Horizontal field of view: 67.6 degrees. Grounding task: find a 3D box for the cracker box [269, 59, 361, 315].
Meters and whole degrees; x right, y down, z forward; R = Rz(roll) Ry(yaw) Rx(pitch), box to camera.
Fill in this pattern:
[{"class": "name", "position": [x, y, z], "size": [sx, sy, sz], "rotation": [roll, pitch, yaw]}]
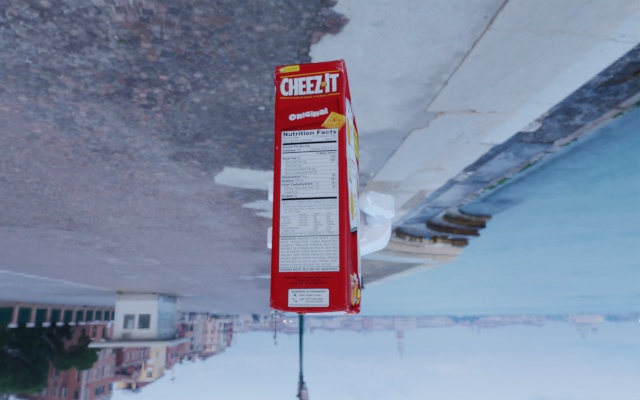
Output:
[{"class": "cracker box", "position": [0.000, 0.002, 0.464], "size": [0.072, 0.213, 0.164], "rotation": [-2, -14, 8]}]
